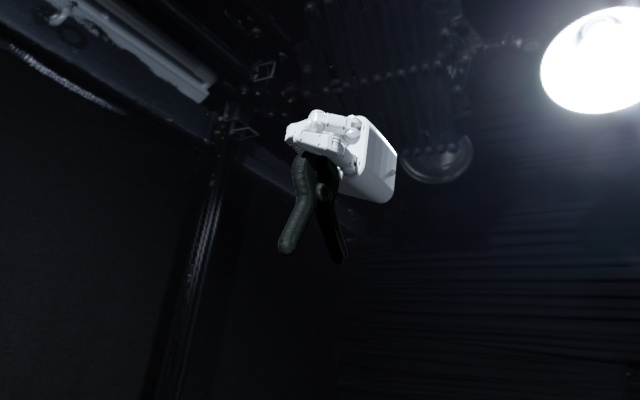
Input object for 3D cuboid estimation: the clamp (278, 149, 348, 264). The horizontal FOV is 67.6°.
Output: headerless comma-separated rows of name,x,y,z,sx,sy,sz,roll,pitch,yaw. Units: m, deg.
clamp,0.000,0.002,0.623,0.039,0.171,0.120,-4,-23,34
